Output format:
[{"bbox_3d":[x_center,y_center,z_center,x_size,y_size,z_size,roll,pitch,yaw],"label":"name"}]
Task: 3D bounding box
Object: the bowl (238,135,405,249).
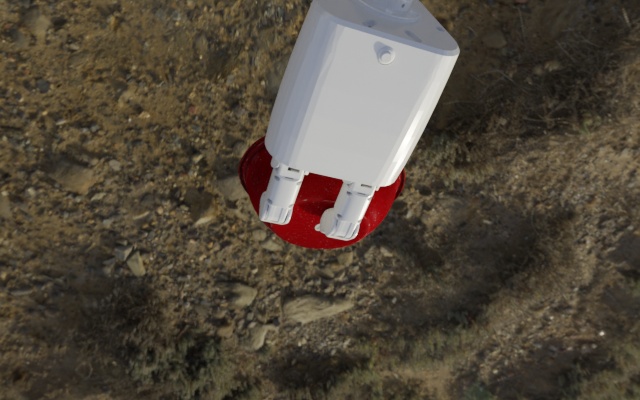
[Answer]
[{"bbox_3d":[0.000,0.003,0.454,0.162,0.055,0.162,2,-33,1],"label":"bowl"}]
